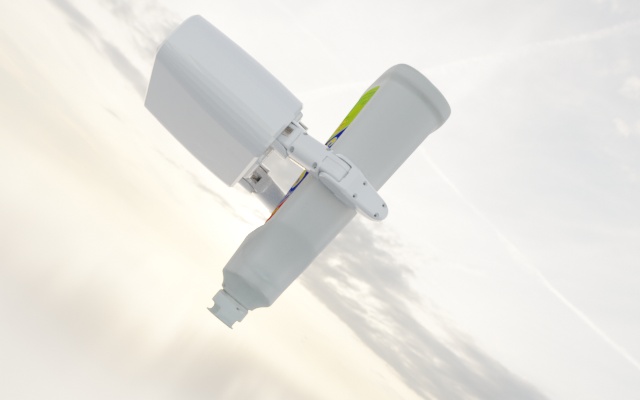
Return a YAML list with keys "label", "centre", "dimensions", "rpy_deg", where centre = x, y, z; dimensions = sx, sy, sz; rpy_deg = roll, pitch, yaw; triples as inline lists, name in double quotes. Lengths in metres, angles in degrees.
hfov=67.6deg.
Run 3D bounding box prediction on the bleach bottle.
- label: "bleach bottle"
  centre: [0.000, 0.001, 0.404]
  dimensions: [0.068, 0.250, 0.102]
  rpy_deg: [42, -14, -8]
